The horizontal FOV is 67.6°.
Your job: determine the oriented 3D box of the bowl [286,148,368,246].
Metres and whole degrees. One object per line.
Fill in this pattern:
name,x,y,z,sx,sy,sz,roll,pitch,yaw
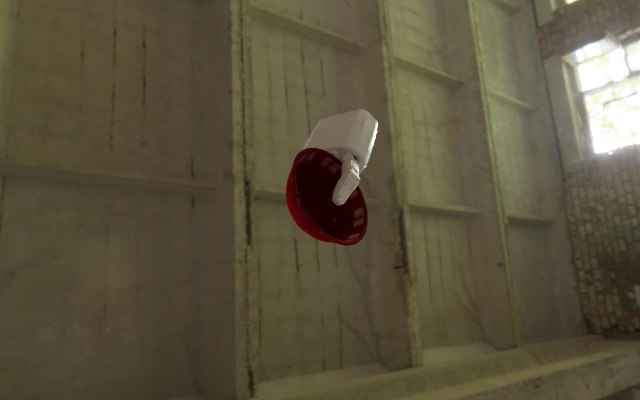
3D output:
bowl,-0.001,0.003,0.728,0.055,0.162,0.162,-31,-19,35
